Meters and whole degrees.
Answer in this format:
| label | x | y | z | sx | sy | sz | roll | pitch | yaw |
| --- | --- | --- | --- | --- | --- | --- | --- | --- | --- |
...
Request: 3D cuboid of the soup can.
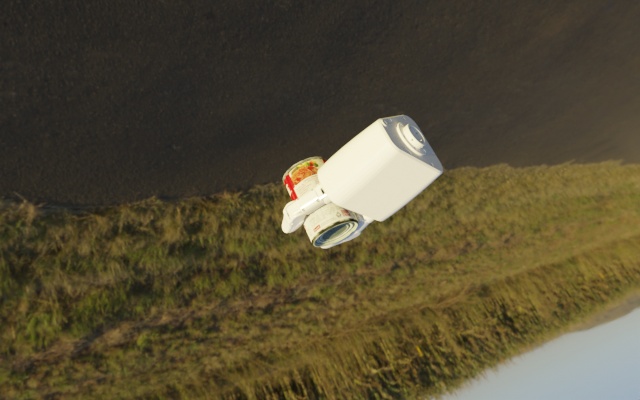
| label | x | y | z | sx | sy | sz | roll | pitch | yaw |
| --- | --- | --- | --- | --- | --- | --- | --- | --- | --- |
| soup can | 0.000 | 0.003 | 0.638 | 0.068 | 0.102 | 0.068 | -22 | -23 | -10 |
